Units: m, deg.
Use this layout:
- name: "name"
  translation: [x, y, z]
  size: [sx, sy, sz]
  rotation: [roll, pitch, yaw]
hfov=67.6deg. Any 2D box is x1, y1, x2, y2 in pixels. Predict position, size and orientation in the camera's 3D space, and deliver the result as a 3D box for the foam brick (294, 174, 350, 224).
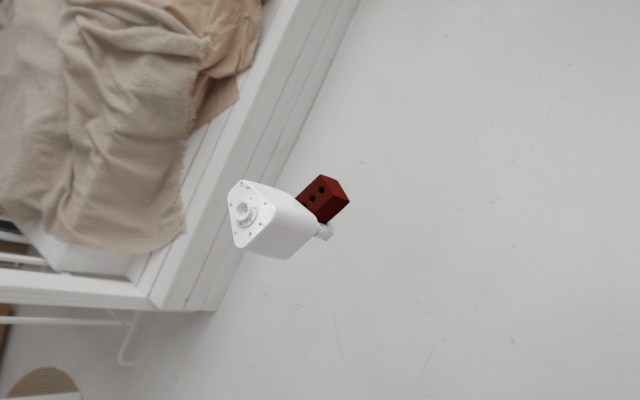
- name: "foam brick"
  translation: [0.000, 0.002, 0.814]
  size: [0.078, 0.053, 0.051]
  rotation: [-44, -34, 19]
